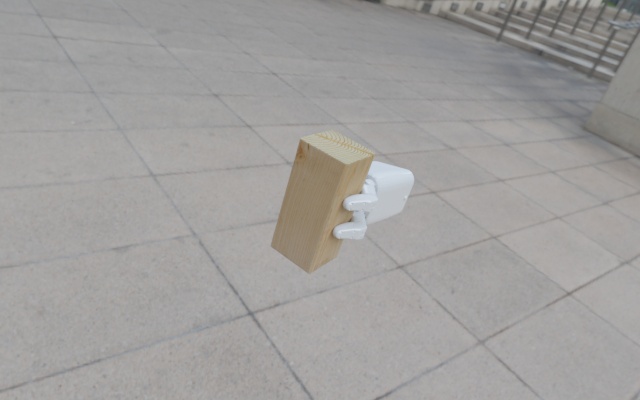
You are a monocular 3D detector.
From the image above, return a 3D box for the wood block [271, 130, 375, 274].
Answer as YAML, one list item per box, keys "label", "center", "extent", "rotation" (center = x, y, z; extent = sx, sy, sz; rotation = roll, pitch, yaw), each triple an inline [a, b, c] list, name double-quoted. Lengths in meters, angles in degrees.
- label: "wood block"
  center: [0.000, 0.002, 0.777]
  extent: [0.091, 0.206, 0.090]
  rotation: [32, 32, 25]
